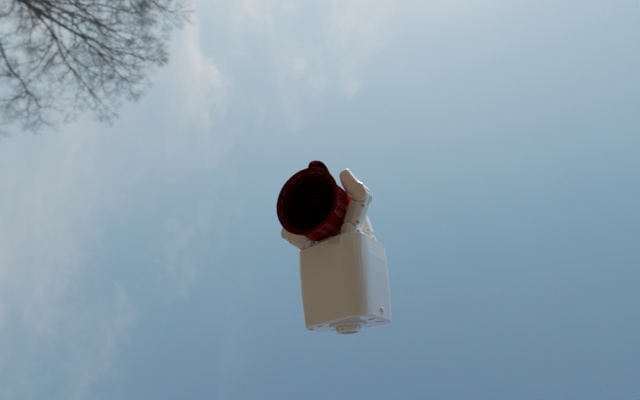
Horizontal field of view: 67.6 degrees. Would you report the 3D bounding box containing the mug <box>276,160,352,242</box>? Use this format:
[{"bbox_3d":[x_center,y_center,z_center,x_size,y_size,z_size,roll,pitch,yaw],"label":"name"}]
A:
[{"bbox_3d":[0.000,0.001,0.654,0.093,0.117,0.081,-15,-26,25],"label":"mug"}]
